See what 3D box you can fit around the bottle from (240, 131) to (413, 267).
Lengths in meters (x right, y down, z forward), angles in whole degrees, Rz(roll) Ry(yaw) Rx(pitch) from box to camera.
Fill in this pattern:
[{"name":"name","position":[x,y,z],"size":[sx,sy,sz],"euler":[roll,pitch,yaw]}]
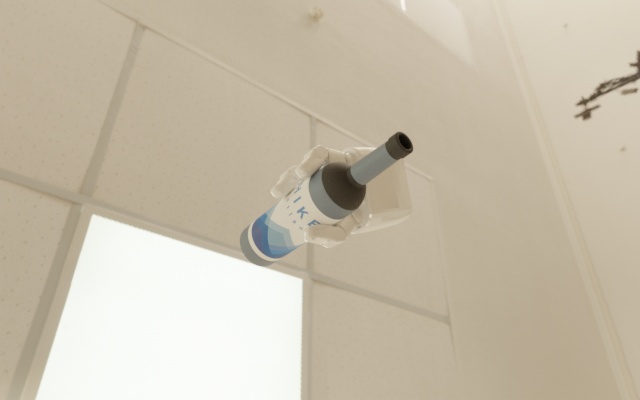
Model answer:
[{"name":"bottle","position":[0.000,0.002,0.608],"size":[0.069,0.069,0.296],"euler":[0,-26,-43]}]
